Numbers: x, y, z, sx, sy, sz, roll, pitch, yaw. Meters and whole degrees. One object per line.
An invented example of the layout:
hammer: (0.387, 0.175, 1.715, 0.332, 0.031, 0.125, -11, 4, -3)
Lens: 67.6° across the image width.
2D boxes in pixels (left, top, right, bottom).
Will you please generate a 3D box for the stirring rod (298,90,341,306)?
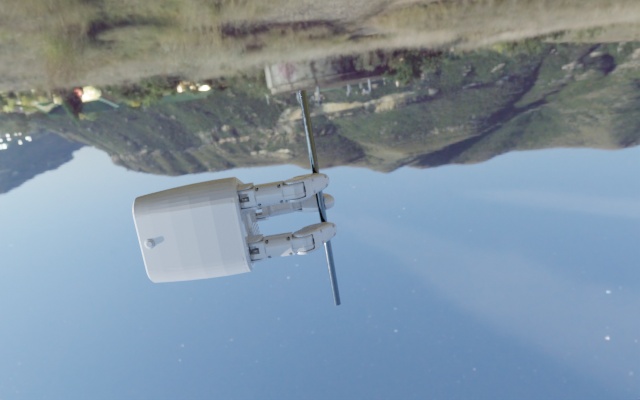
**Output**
stirring rod: (0.000, 0.002, 0.522, 0.011, 0.239, 0.011, -9, 11, 2)
